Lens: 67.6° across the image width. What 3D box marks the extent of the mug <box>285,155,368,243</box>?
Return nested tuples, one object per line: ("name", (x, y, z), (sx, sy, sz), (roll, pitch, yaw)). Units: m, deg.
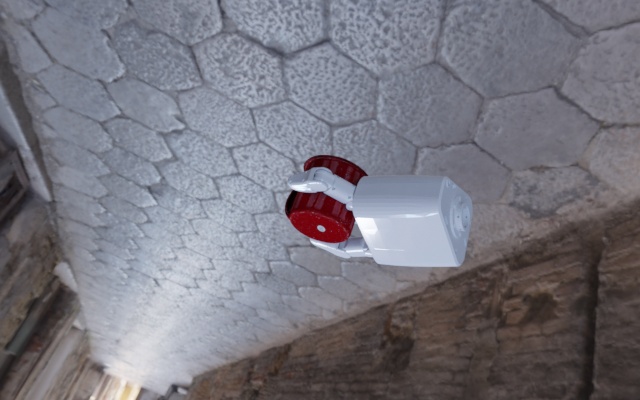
("mug", (-0.001, 0.002, 0.619), (0.117, 0.081, 0.093), (-3, -35, 36))
